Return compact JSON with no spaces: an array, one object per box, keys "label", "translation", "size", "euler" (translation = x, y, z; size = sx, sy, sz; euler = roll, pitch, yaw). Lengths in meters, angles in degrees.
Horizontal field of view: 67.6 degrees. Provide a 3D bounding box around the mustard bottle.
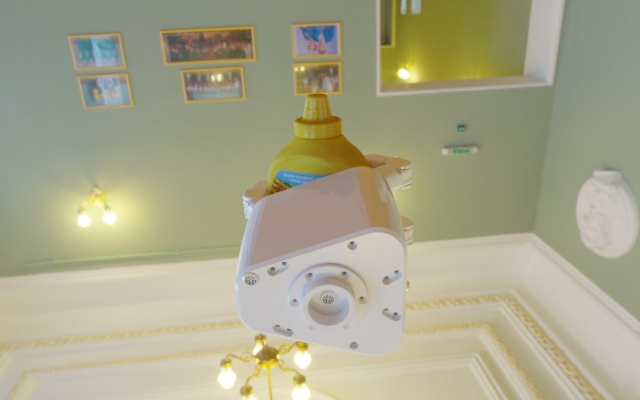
[{"label":"mustard bottle","translation":[0.000,0.002,0.432],"size":[0.096,0.192,0.058],"euler":[7,24,23]}]
